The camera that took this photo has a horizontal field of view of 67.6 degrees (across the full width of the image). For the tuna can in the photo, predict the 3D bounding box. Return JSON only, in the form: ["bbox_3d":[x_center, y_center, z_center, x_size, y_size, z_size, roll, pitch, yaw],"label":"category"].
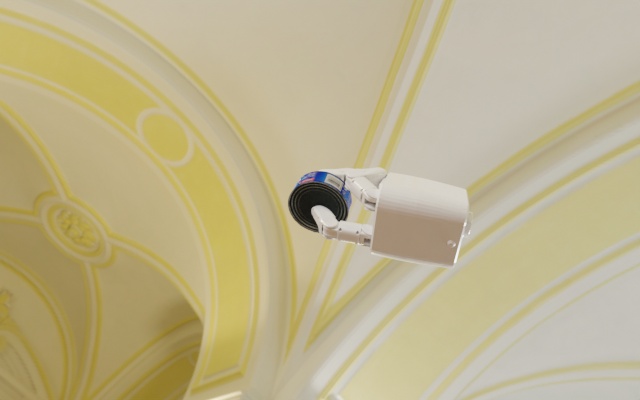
[{"bbox_3d":[0.000,0.002,0.668,0.086,0.086,0.033,0,34,17],"label":"tuna can"}]
